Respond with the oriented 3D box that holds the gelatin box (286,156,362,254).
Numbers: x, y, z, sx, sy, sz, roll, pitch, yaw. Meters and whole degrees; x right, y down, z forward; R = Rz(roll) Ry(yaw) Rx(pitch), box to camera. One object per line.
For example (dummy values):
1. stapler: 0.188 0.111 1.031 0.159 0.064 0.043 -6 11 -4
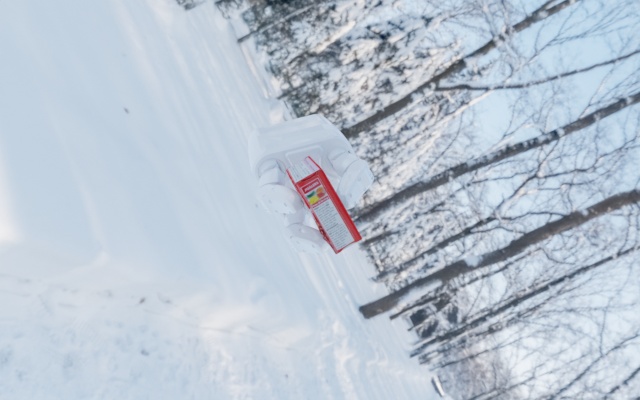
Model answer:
1. gelatin box: 0.001 0.001 0.442 0.030 0.073 0.089 -30 16 -2
